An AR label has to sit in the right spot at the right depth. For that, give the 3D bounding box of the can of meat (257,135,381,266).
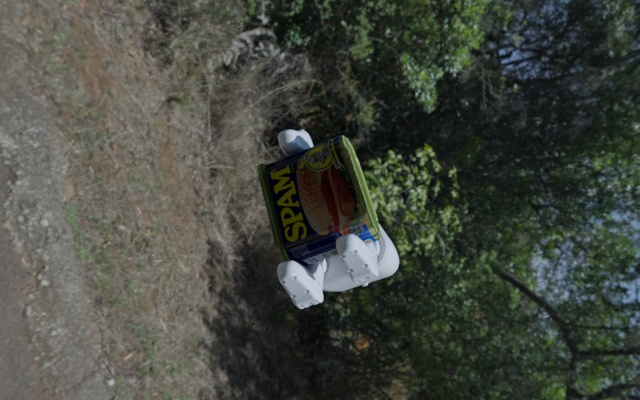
[{"bbox_3d":[0.000,0.001,0.426,0.084,0.102,0.057,-20,-21,11],"label":"can of meat"}]
